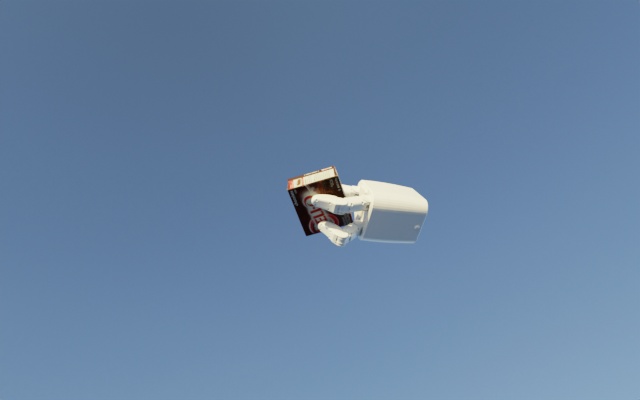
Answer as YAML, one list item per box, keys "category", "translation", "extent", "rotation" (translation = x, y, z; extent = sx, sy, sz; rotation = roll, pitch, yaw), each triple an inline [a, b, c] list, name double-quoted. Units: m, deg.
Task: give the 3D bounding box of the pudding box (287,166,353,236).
- category: "pudding box"
  translation: [0.000, 0.003, 0.837]
  extent: [0.090, 0.114, 0.039]
  rotation: [-16, 34, 5]
